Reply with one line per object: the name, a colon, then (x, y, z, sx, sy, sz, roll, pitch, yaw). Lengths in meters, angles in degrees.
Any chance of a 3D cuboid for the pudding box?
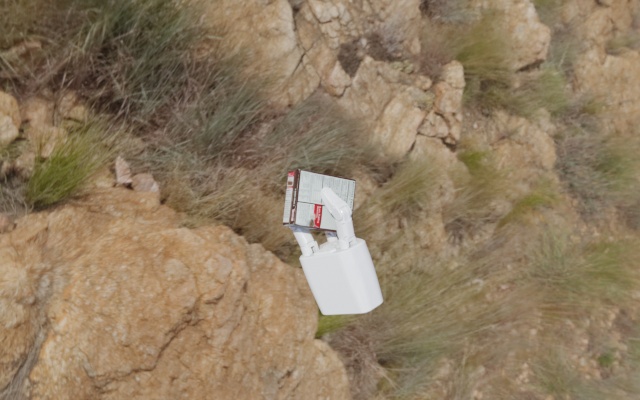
pudding box: (0.000, 0.003, 0.762, 0.113, 0.090, 0.039, 10, -8, -33)
